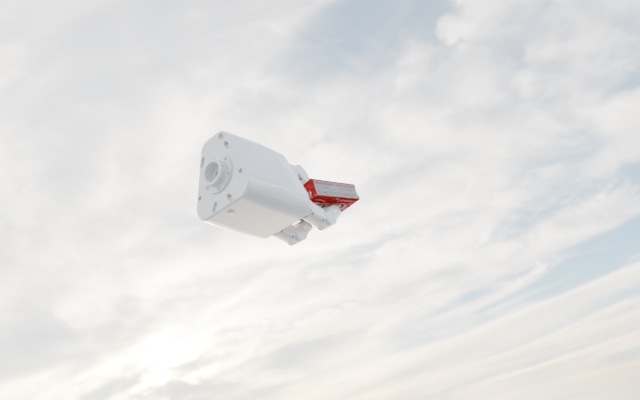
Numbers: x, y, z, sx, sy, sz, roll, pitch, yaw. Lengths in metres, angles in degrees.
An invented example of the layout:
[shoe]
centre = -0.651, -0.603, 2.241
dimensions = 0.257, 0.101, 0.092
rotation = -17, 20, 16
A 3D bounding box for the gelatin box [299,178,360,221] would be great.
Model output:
[gelatin box]
centre = 0.000, 0.002, 0.695
dimensions = 0.089, 0.030, 0.073
rotation = 4, -32, -42
